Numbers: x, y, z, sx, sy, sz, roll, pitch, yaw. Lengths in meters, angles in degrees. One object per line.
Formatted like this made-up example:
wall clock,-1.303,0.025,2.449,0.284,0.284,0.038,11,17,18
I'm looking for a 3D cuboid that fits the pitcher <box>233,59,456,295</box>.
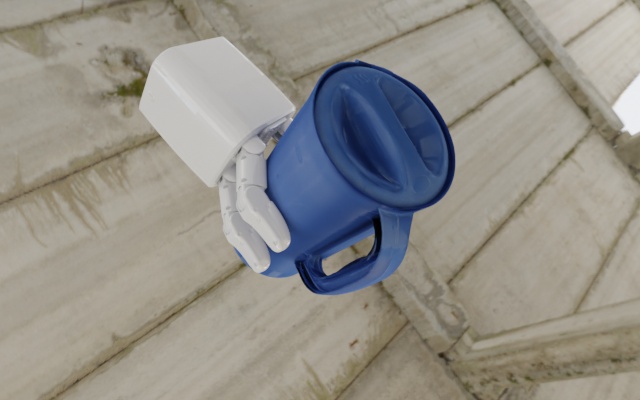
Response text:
pitcher,0.000,0.001,0.453,0.149,0.145,0.243,-46,3,-38
